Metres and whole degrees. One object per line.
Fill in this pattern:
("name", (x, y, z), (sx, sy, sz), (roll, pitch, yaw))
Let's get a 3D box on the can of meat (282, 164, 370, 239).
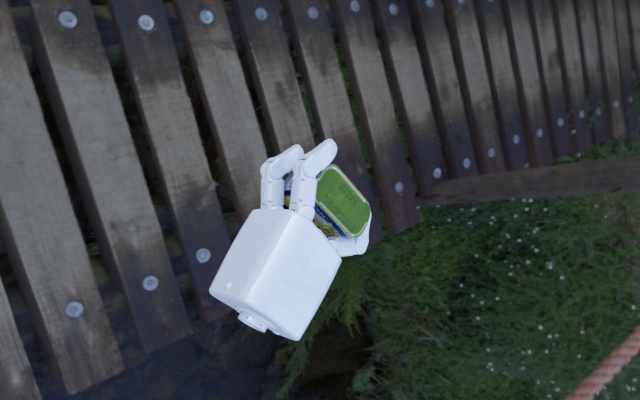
("can of meat", (0.000, 0.002, 0.577), (0.084, 0.057, 0.102), (0, -38, 50))
